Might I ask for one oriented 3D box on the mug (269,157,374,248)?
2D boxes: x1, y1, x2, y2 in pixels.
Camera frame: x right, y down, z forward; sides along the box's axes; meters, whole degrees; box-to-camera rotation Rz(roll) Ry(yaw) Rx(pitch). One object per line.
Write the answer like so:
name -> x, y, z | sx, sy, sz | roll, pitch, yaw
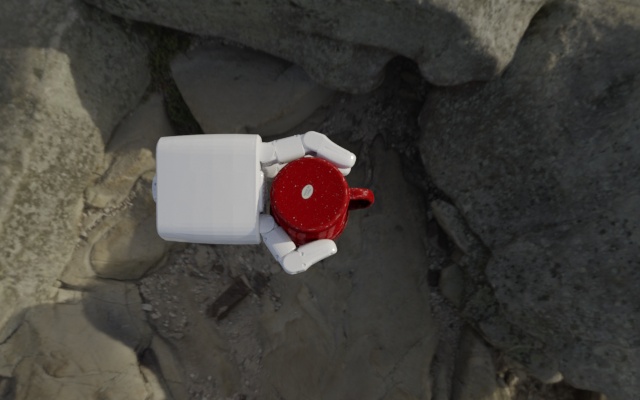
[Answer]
mug -> 0.002, 0.002, 0.520 | 0.117, 0.093, 0.081 | -2, -13, -2
